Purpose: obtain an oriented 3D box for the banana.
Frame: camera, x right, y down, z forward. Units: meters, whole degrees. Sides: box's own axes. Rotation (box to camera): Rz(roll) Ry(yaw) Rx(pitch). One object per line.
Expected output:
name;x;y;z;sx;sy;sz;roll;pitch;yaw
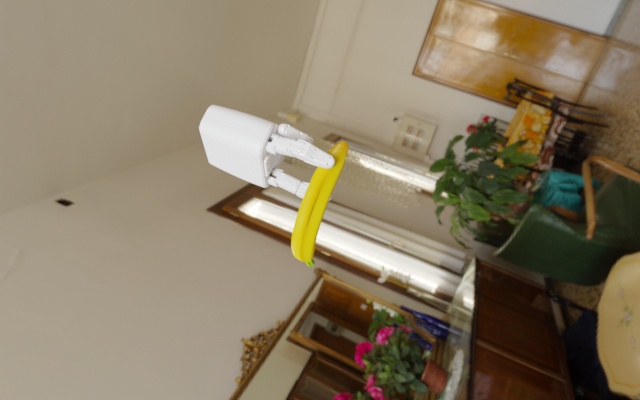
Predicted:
banana;-0.006;0.007;0.689;0.037;0.198;0.069;20;11;12
